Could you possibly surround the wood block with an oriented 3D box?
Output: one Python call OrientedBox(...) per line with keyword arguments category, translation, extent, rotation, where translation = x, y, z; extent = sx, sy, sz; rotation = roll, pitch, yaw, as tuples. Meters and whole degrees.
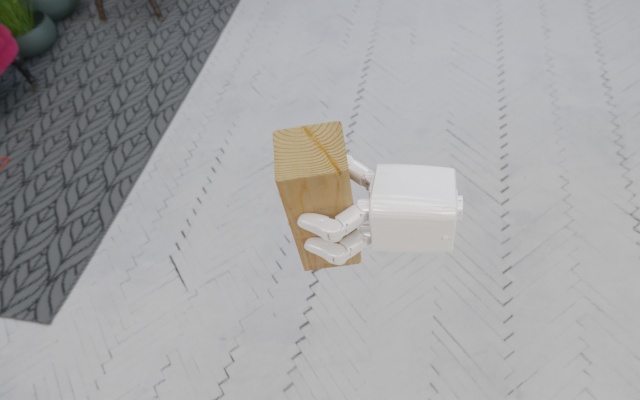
OrientedBox(category="wood block", translation=(0.000, 0.002, 0.658), extent=(0.090, 0.090, 0.206), rotation=(-8, -40, 3))
